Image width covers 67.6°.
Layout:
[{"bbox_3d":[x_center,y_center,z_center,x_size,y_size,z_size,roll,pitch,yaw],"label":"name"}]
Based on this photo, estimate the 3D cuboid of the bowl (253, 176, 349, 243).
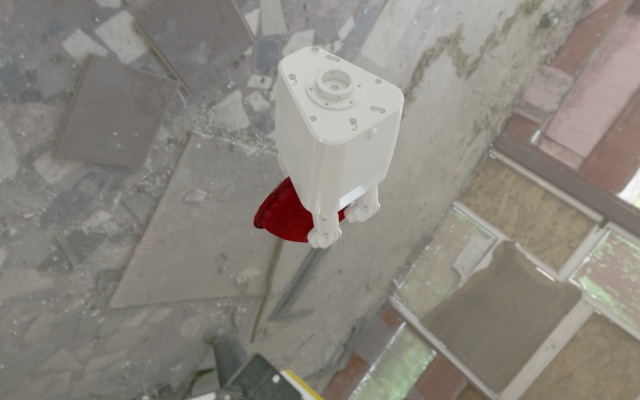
[{"bbox_3d":[0.000,0.003,0.576,0.162,0.055,0.162,-37,-12,-9],"label":"bowl"}]
